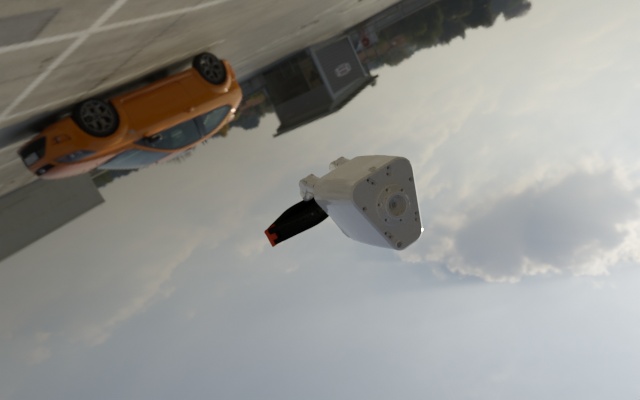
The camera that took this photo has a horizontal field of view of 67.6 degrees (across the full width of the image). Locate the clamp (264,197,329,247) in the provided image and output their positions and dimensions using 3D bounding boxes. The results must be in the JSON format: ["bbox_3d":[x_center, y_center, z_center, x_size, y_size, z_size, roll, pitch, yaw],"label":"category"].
[{"bbox_3d":[0.000,0.003,0.746,0.210,0.036,0.164,-32,14,-18],"label":"clamp"}]
